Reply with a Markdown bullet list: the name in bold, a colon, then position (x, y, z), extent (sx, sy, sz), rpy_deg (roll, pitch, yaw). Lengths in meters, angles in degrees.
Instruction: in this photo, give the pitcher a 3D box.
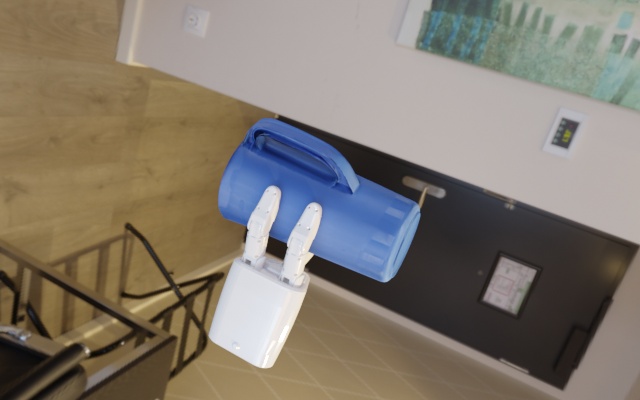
- **pitcher**: position (0.000, 0.002, 0.617), extent (0.243, 0.145, 0.149), rpy_deg (23, 2, 17)
